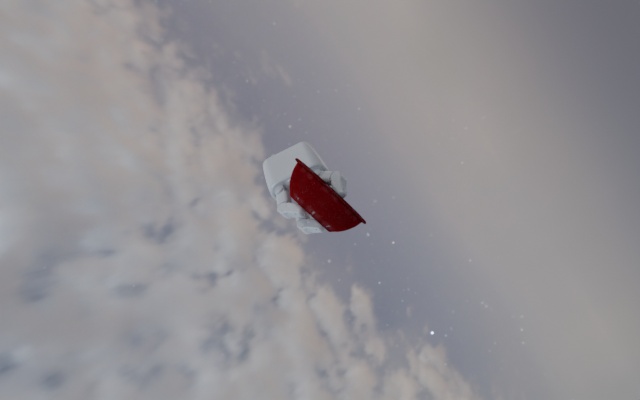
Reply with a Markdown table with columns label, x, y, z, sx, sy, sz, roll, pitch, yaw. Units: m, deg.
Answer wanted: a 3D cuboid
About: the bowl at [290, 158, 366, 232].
| label | x | y | z | sx | sy | sz | roll | pitch | yaw |
| --- | --- | --- | --- | --- | --- | --- | --- | --- | --- |
| bowl | 0.000 | 0.003 | 0.801 | 0.162 | 0.055 | 0.162 | 43 | -1 | 1 |
